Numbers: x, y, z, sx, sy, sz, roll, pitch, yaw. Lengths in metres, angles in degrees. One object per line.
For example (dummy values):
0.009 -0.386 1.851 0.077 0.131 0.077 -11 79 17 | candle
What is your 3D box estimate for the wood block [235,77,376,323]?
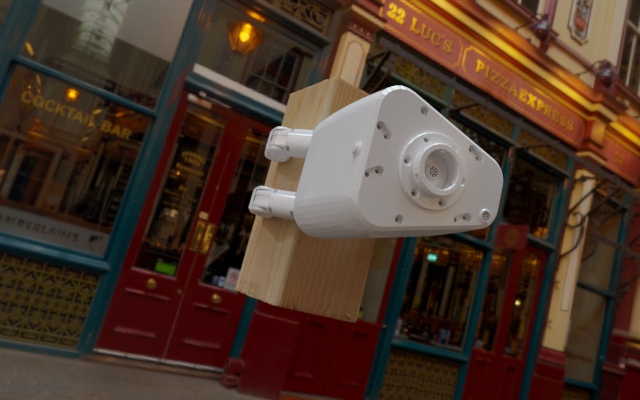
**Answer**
0.001 0.001 0.464 0.091 0.206 0.090 21 -11 -31 | wood block
